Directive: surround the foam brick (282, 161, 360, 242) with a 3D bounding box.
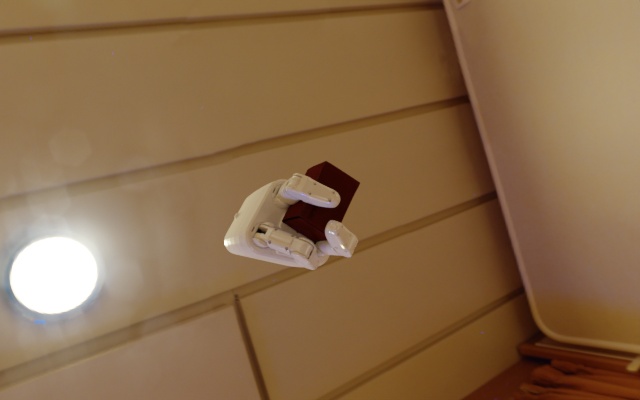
[{"bbox_3d":[0.000,0.002,0.564,0.053,0.078,0.051,34,-21,-19],"label":"foam brick"}]
